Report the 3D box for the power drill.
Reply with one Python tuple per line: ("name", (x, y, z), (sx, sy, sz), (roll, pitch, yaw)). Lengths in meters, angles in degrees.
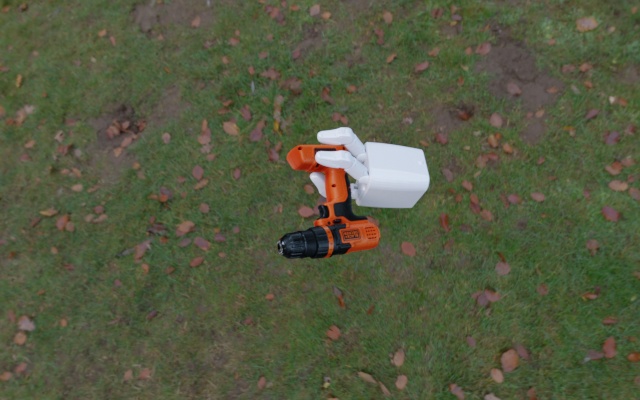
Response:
("power drill", (0.000, 0.002, 0.790), (0.184, 0.187, 0.057), (-3, -17, -32))
